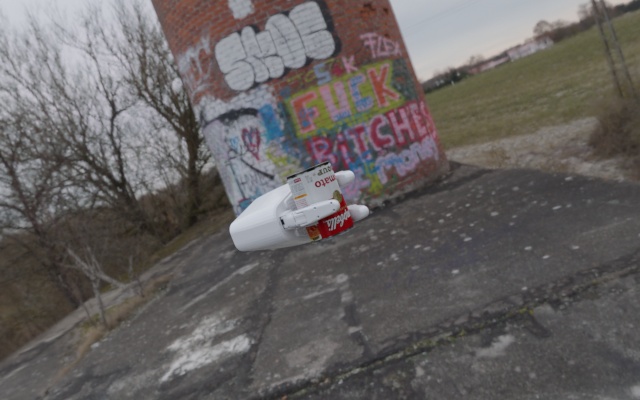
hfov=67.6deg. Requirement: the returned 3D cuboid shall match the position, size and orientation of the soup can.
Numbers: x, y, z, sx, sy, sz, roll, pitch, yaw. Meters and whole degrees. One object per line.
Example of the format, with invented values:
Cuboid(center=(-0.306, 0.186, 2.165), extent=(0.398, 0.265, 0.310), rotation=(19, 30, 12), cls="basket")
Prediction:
Cuboid(center=(0.000, 0.002, 0.685), extent=(0.068, 0.102, 0.068), rotation=(-21, 3, 1), cls="soup can")
